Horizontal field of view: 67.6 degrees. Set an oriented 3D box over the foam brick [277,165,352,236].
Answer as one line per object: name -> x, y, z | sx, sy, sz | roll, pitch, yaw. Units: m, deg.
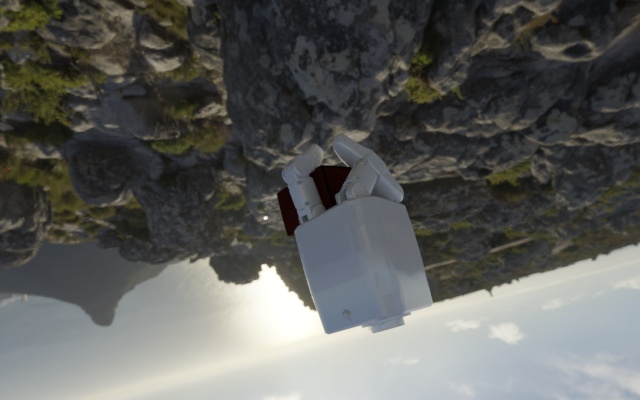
foam brick -> 0.000, 0.002, 0.510 | 0.053, 0.051, 0.078 | -1, -21, -44
